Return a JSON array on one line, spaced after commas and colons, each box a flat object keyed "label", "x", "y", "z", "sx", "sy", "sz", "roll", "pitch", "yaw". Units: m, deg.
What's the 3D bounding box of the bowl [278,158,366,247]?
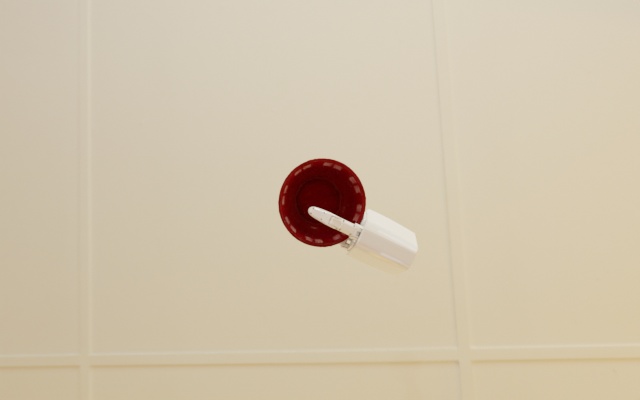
[{"label": "bowl", "x": -0.001, "y": 0.002, "z": 0.887, "sx": 0.162, "sy": 0.162, "sz": 0.055, "roll": 0, "pitch": 4, "yaw": -10}]
